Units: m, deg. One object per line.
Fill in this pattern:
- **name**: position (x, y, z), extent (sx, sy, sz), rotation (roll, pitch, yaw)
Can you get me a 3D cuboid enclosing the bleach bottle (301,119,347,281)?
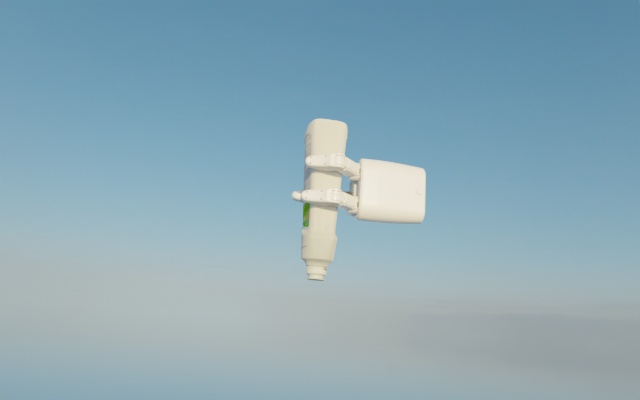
- **bleach bottle**: position (0.000, 0.002, 0.770), extent (0.068, 0.250, 0.102), rotation (6, -14, -8)
